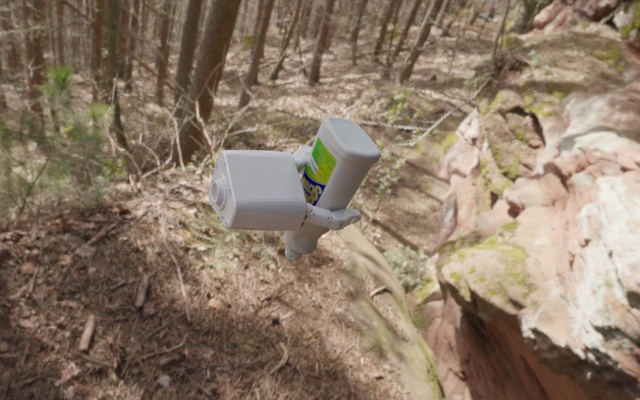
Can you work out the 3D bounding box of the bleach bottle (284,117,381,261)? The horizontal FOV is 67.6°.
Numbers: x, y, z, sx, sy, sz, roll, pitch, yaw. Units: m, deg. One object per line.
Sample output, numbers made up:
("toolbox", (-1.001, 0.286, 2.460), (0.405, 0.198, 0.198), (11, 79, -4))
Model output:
("bleach bottle", (0.000, 0.002, 0.736), (0.068, 0.251, 0.102), (1, 40, -32))
